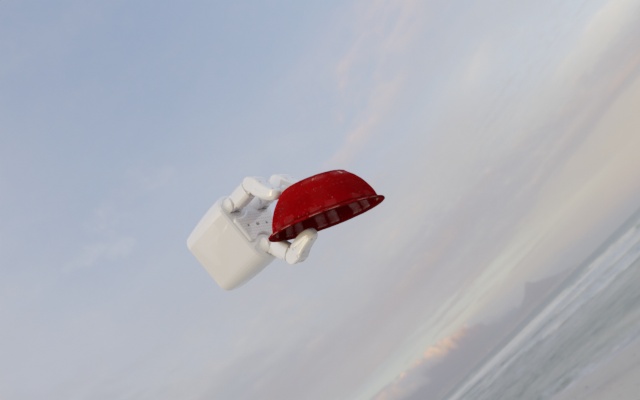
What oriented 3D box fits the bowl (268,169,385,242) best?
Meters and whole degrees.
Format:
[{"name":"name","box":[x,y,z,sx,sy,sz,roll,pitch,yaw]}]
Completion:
[{"name":"bowl","box":[0.001,0.001,0.628,0.162,0.055,0.162,-19,-10,-3]}]
